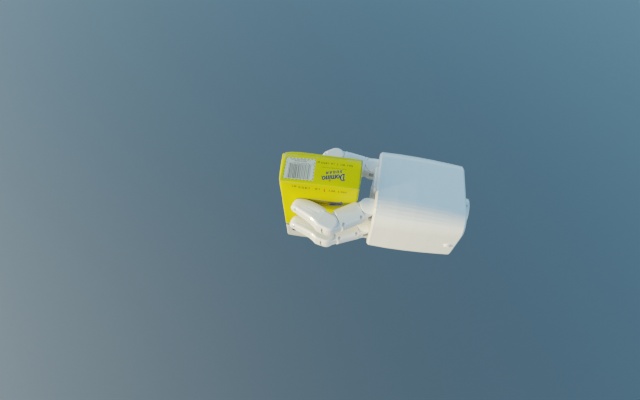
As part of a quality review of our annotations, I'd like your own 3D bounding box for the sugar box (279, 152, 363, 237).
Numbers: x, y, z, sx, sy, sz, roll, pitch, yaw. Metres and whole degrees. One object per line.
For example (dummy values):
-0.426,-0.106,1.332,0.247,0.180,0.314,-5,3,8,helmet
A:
0.000,0.002,0.613,0.093,0.048,0.176,7,-26,4,sugar box
